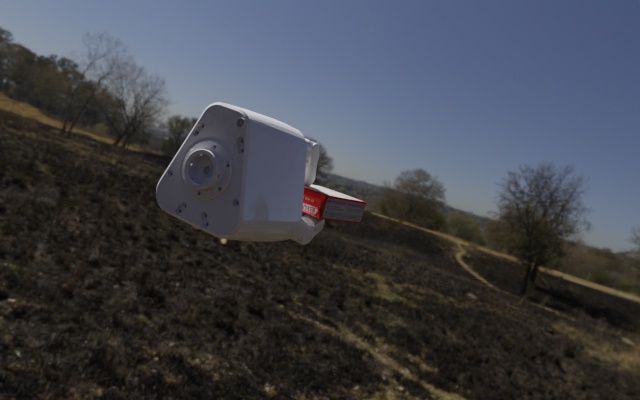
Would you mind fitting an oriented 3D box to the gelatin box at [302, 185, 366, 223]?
[{"bbox_3d":[0.000,0.001,0.567,0.073,0.030,0.089,20,7,35],"label":"gelatin box"}]
